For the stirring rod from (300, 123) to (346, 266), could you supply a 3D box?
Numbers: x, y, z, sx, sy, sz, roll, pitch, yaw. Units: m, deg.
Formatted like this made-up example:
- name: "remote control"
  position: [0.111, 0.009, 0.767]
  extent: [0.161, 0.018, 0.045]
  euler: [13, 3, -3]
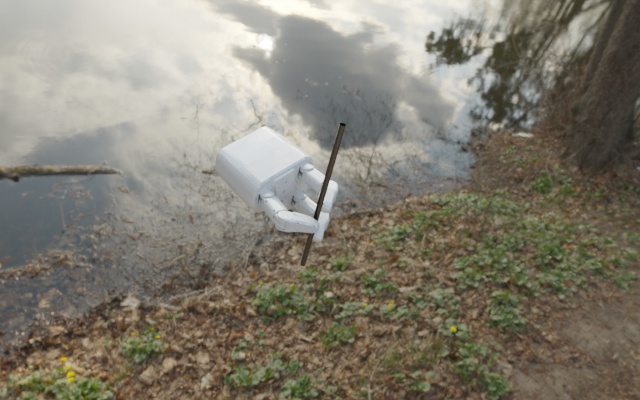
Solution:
- name: "stirring rod"
  position: [0.000, 0.002, 0.647]
  extent: [0.011, 0.240, 0.011]
  euler: [10, 36, -8]
